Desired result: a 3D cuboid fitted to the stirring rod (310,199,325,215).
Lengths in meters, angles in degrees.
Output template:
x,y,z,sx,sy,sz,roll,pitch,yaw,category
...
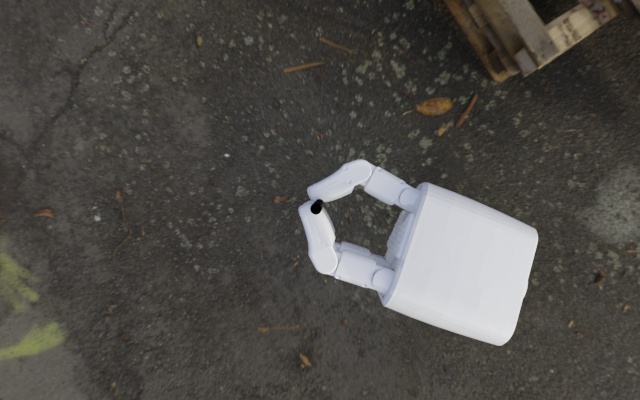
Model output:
x,y,z,sx,sy,sz,roll,pitch,yaw,category
0.000,0.001,0.449,0.011,0.011,0.239,0,2,2,stirring rod
